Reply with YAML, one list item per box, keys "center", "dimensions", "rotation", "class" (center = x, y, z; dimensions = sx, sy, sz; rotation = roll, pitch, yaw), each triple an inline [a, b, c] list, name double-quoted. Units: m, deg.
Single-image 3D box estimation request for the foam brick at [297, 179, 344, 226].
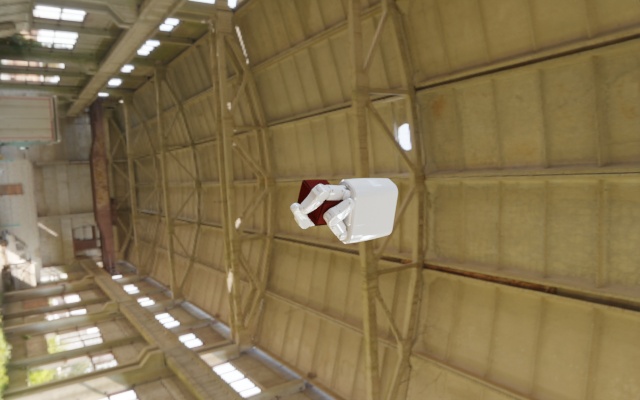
- center: [0.000, 0.003, 0.882]
  dimensions: [0.051, 0.053, 0.078]
  rotation: [-6, 38, -32]
  class: "foam brick"
